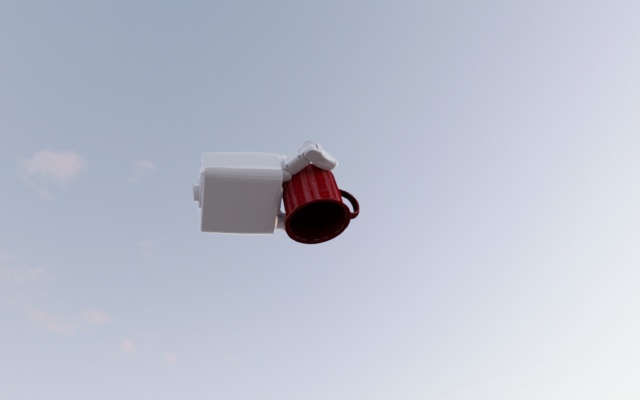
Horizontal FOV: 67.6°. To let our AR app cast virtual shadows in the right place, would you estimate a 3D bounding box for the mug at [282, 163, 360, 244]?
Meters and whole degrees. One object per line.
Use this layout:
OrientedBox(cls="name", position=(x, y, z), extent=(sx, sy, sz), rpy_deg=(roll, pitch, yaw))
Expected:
OrientedBox(cls="mug", position=(0.001, 0.002, 0.680), extent=(0.117, 0.081, 0.093), rpy_deg=(2, -45, -19))
